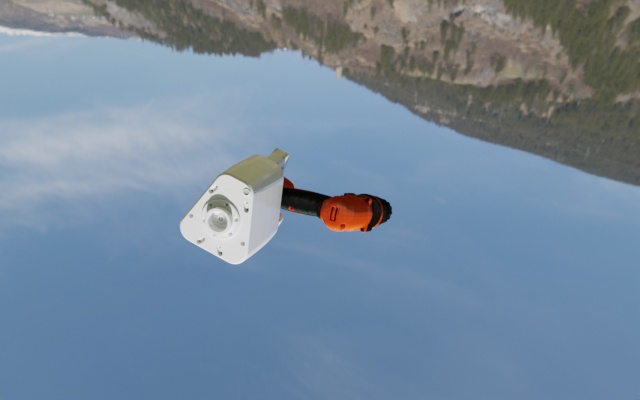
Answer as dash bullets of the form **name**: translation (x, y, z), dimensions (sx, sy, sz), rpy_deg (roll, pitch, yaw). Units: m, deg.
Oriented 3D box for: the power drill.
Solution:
- **power drill**: translation (0.000, 0.002, 0.708), dimensions (0.187, 0.057, 0.184), rpy_deg (11, 3, 27)
